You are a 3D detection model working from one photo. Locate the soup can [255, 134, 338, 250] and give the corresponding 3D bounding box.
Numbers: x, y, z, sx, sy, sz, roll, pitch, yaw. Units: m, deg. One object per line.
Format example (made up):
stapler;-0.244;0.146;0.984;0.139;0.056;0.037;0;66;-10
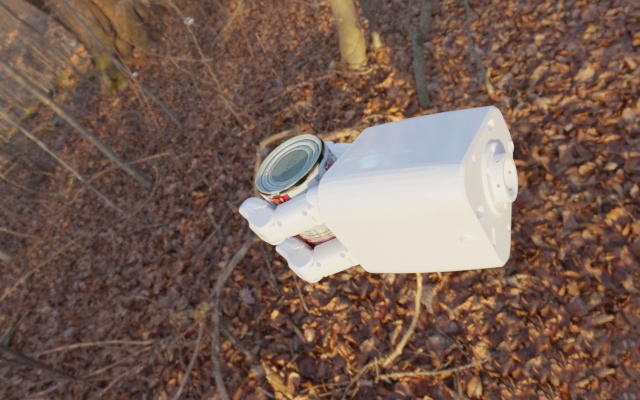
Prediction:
soup can;0.000;0.001;0.412;0.068;0.068;0.102;0;-39;42
